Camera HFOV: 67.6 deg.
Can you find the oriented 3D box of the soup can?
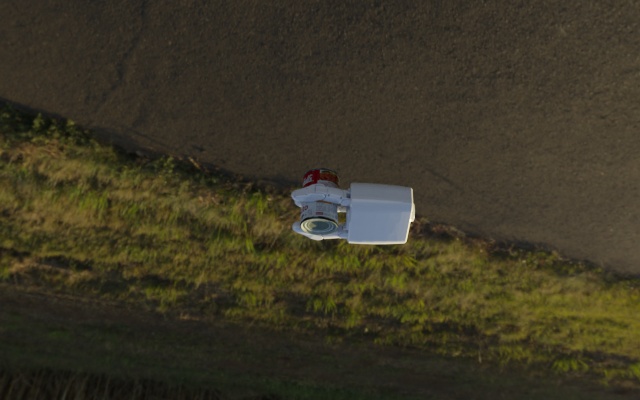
[{"bbox_3d":[0.000,0.003,0.846,0.068,0.102,0.068,2,-30,1],"label":"soup can"}]
